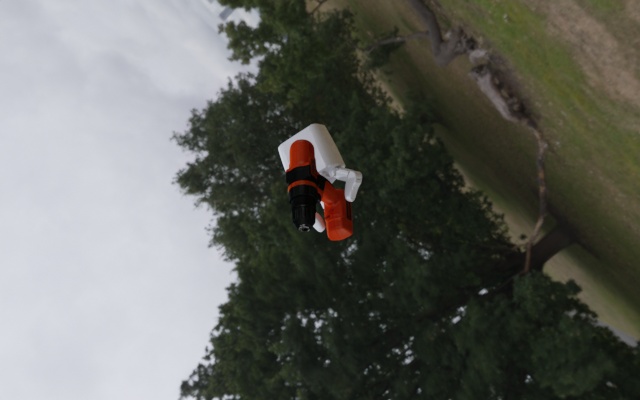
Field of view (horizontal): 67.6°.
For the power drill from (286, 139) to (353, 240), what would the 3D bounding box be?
[{"bbox_3d":[0.000,0.003,0.887,0.057,0.184,0.188,-15,-34,20],"label":"power drill"}]
